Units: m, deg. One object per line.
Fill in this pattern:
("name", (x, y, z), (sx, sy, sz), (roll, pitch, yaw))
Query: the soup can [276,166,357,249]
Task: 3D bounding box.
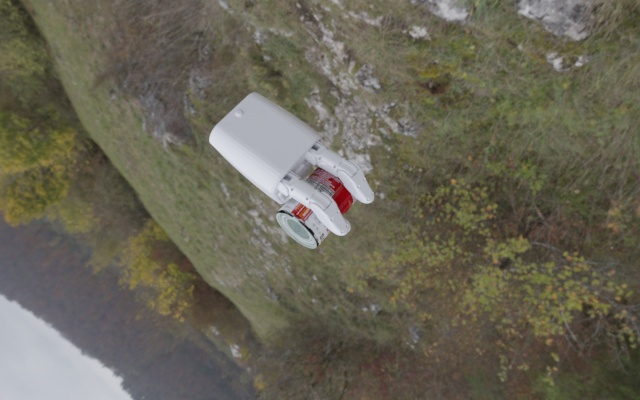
("soup can", (0.000, 0.003, 0.608), (0.068, 0.102, 0.068), (33, -24, 17))
